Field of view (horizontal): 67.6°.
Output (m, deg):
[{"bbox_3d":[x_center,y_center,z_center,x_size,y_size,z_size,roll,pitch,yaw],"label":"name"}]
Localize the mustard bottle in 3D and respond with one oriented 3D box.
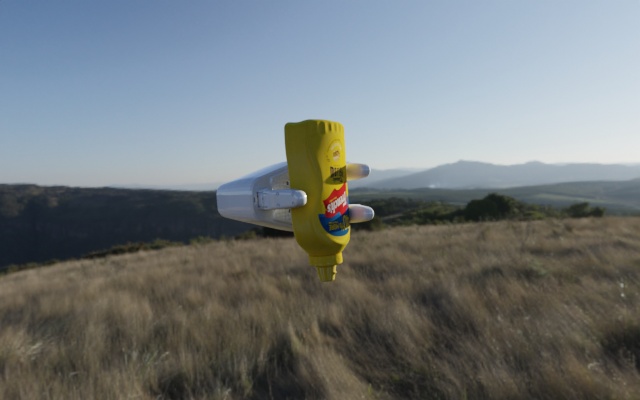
[{"bbox_3d":[0.000,0.002,0.577,0.058,0.191,0.096,-3,2,27],"label":"mustard bottle"}]
